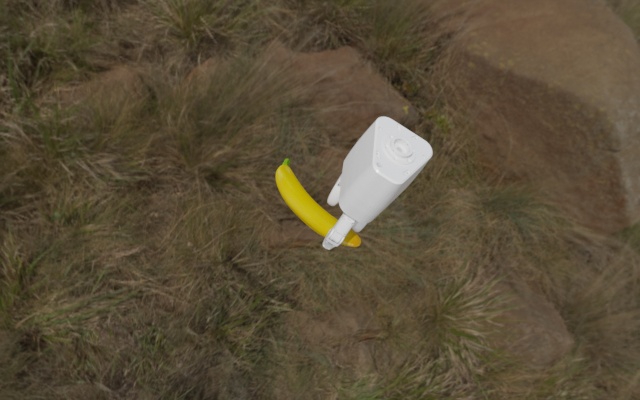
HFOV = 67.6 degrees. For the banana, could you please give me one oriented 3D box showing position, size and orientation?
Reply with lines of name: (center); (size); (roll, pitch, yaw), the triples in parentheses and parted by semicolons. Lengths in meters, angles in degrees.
banana: (-0.015, 0.007, 0.778); (0.069, 0.197, 0.037); (-29, -18, -39)
